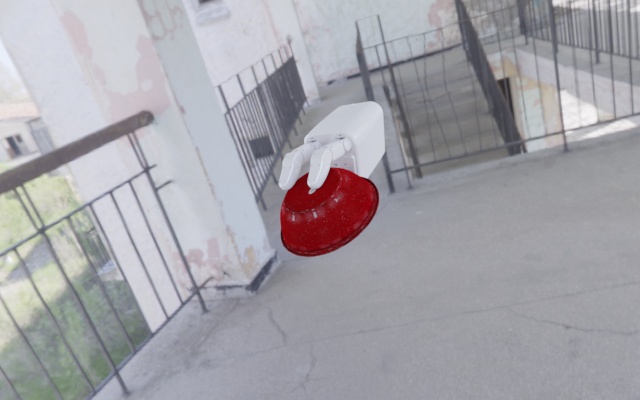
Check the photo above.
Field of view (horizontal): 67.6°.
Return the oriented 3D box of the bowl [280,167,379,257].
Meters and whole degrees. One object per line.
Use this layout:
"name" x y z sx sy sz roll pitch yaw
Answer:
"bowl" 0.000 0.003 0.686 0.162 0.162 0.055 0 -43 39
